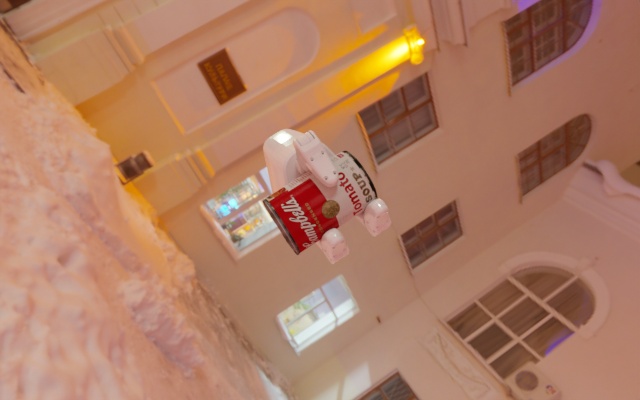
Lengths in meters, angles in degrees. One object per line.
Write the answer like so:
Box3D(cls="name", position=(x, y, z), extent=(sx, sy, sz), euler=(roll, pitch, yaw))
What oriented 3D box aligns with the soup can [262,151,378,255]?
Box3D(cls="soup can", position=(0.000, 0.002, 0.500), extent=(0.102, 0.068, 0.068), euler=(-32, 6, -9))
